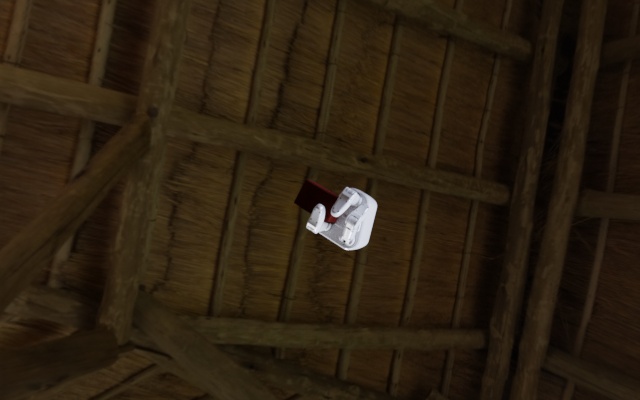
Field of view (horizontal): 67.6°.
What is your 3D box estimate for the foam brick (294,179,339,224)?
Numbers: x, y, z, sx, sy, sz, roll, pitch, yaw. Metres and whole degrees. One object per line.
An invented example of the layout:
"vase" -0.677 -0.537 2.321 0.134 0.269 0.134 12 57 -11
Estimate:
"foam brick" 0.000 0.003 0.896 0.078 0.053 0.051 32 6 17
